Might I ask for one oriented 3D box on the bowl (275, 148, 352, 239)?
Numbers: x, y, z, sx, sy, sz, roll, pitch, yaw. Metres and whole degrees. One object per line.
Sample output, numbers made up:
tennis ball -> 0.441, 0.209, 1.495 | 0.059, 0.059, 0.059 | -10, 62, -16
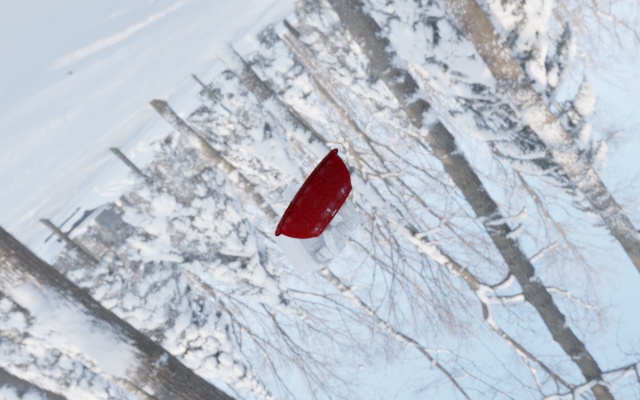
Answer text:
bowl -> 0.001, 0.002, 0.715 | 0.055, 0.162, 0.162 | 35, 4, 6
